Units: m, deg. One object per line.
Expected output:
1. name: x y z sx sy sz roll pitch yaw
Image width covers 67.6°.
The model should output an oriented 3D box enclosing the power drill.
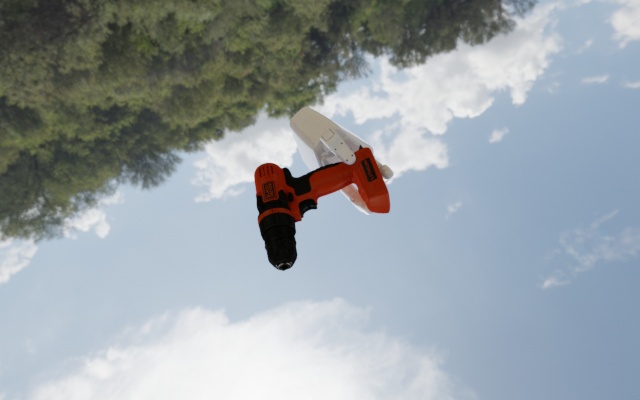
1. power drill: 0.001 0.002 0.684 0.187 0.184 0.057 -14 -38 -2
